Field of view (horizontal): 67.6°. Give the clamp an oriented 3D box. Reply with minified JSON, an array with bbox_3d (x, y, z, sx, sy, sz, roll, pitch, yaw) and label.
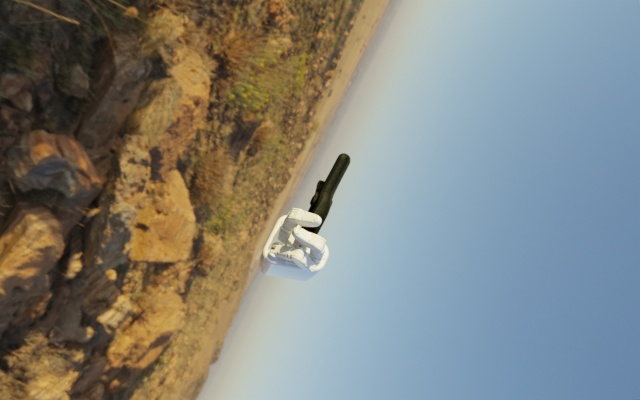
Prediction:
[{"bbox_3d":[0.001,0.003,0.876,0.039,0.171,0.120,27,-25,-3],"label":"clamp"}]
